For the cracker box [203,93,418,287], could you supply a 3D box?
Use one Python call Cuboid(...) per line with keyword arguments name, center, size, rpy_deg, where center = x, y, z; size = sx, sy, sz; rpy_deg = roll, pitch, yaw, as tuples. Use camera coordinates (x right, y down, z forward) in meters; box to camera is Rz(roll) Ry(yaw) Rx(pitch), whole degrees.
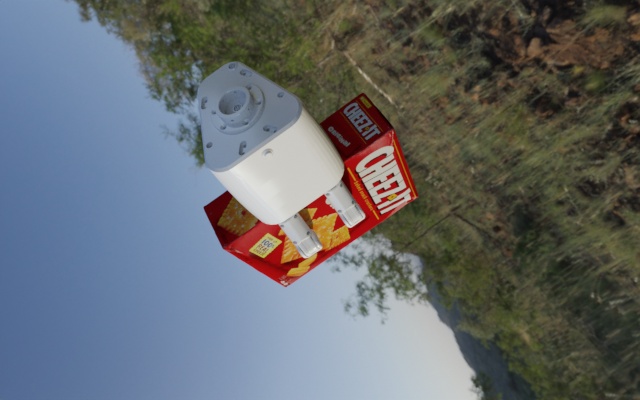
Cuboid(name="cracker box", center=(0.000, 0.002, 0.560), size=(0.214, 0.072, 0.164), rpy_deg=(-34, -32, 2))
